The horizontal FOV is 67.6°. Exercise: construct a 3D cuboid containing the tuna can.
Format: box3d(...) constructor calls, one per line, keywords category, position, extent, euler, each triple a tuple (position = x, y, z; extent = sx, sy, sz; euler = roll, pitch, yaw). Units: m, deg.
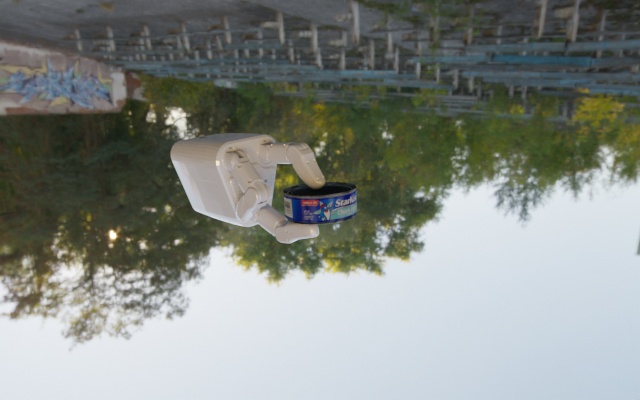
box3d(category="tuna can", position=(0.000, 0.002, 0.558), extent=(0.086, 0.034, 0.086), euler=(-4, 12, 1))
